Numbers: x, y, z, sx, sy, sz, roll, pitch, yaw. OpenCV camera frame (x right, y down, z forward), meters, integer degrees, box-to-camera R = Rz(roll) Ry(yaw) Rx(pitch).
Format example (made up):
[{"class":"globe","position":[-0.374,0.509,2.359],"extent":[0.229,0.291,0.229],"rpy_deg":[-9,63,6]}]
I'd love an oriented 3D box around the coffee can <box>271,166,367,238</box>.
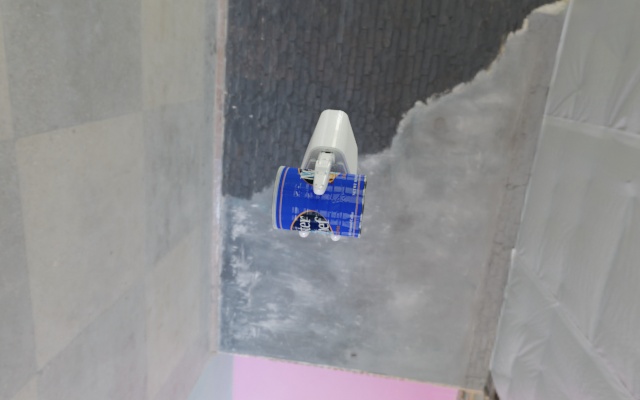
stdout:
[{"class":"coffee can","position":[0.000,0.003,0.768],"extent":[0.140,0.103,0.103],"rpy_deg":[6,0,5]}]
